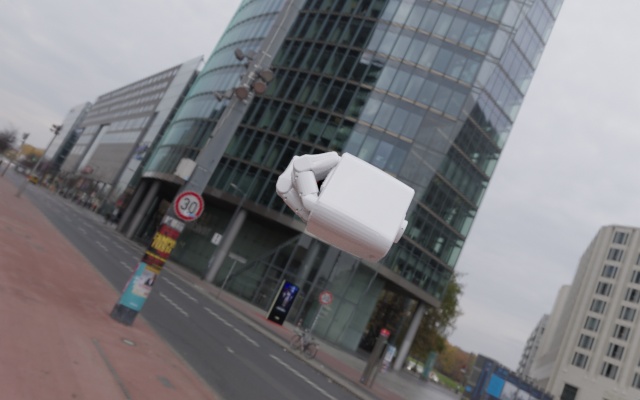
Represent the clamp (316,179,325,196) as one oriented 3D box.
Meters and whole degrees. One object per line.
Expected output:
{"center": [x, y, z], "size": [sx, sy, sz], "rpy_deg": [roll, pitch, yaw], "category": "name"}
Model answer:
{"center": [0.000, 0.002, 0.726], "size": [0.120, 0.039, 0.171], "rpy_deg": [30, -12, 4], "category": "clamp"}
